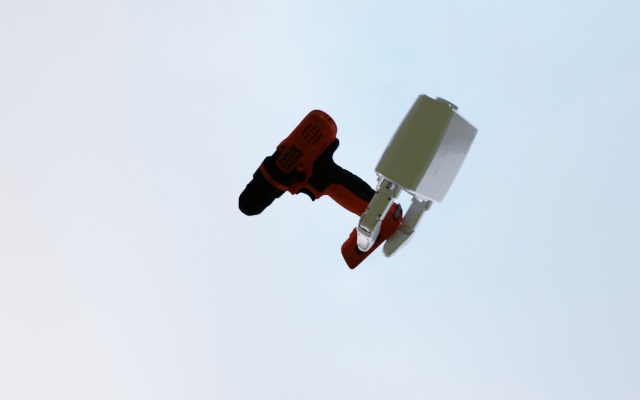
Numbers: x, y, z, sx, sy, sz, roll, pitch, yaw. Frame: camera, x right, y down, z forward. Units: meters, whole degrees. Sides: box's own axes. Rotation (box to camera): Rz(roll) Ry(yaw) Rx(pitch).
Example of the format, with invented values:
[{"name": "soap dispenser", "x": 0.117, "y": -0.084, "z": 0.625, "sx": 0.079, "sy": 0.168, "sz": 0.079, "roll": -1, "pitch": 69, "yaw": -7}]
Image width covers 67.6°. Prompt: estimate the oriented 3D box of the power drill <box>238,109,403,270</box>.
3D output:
[{"name": "power drill", "x": 0.001, "y": 0.002, "z": 0.633, "sx": 0.184, "sy": 0.187, "sz": 0.057, "roll": -46, "pitch": 5, "yaw": 26}]
